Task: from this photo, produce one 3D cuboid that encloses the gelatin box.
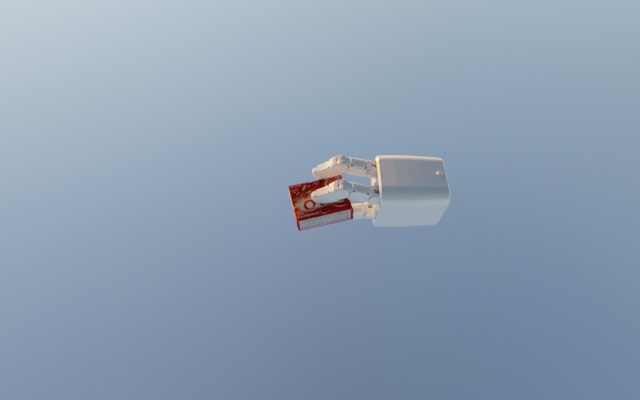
[{"bbox_3d":[0.000,0.003,0.745,0.089,0.073,0.030,-13,-39,-5],"label":"gelatin box"}]
